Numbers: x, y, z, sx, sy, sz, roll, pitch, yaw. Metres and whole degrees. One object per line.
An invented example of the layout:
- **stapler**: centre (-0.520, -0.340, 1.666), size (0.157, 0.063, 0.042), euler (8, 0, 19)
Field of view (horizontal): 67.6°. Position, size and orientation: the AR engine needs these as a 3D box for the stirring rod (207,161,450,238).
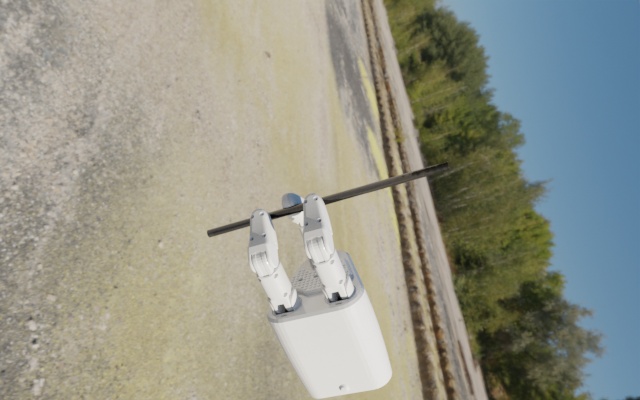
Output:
- **stirring rod**: centre (0.000, 0.002, 0.446), size (0.239, 0.011, 0.011), euler (-16, -4, 15)
